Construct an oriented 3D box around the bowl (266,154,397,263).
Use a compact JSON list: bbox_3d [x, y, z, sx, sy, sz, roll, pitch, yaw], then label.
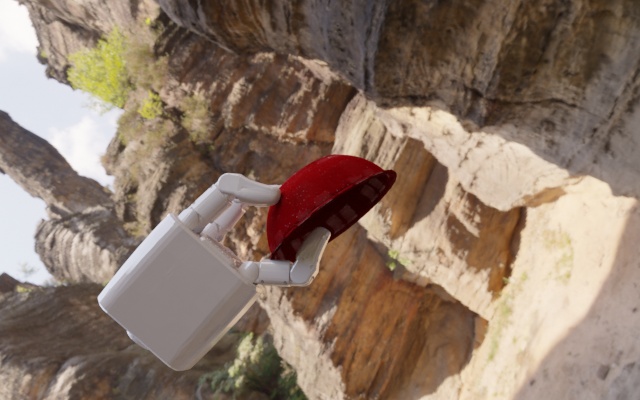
[{"bbox_3d":[0.001,0.001,0.501,0.162,0.055,0.162,-33,-15,-10],"label":"bowl"}]
